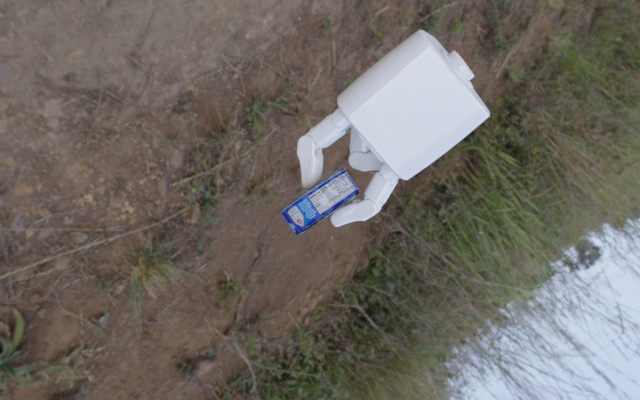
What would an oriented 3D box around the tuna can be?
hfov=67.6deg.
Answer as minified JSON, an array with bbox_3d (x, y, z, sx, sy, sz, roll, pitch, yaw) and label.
[{"bbox_3d":[0.000,0.002,0.521,0.086,0.034,0.086,-34,-1,-1],"label":"tuna can"}]
